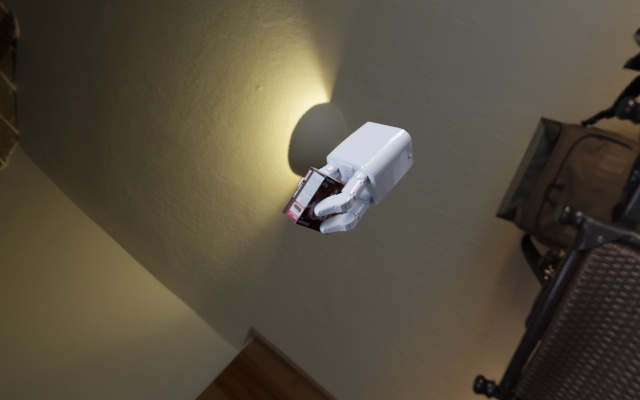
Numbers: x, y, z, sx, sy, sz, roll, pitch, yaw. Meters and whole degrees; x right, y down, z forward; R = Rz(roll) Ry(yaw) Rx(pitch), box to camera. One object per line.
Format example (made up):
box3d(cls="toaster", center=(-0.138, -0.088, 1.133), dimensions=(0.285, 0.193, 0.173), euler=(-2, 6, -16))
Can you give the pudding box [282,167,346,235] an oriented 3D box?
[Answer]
box3d(cls="pudding box", center=(0.000, 0.002, 0.779), dimensions=(0.039, 0.090, 0.113), euler=(36, 6, 33))
